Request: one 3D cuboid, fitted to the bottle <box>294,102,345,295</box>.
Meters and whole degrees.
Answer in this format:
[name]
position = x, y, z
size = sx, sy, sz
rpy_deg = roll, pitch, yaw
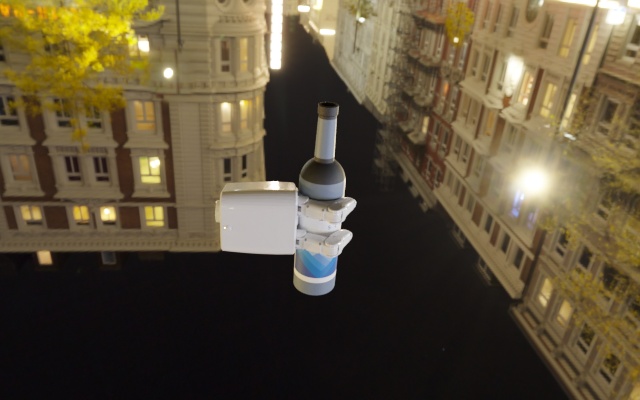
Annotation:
[bottle]
position = 0.000, 0.003, 0.705
size = 0.069, 0.296, 0.069
rpy_deg = 4, 27, -2
